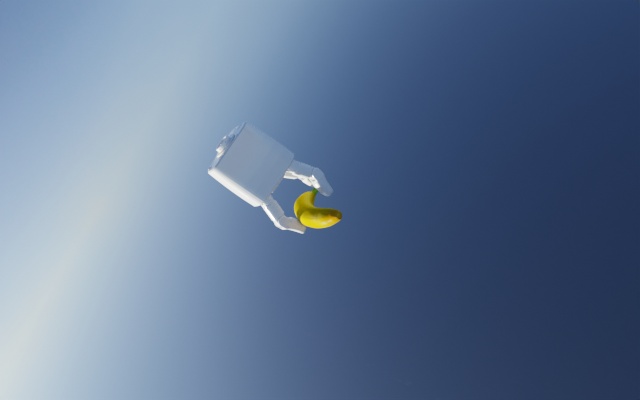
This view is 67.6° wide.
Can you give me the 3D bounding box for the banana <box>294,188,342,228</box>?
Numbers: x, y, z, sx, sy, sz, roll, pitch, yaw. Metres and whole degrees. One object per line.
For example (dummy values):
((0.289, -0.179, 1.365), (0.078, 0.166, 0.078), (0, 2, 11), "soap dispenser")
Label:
((-0.013, 0.016, 0.873), (0.037, 0.069, 0.197), (41, 5, -21), "banana")
